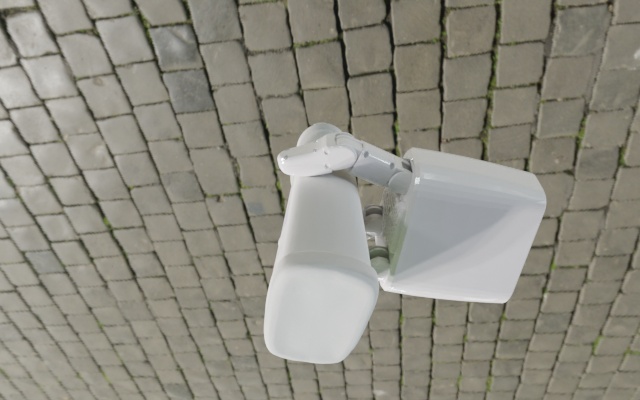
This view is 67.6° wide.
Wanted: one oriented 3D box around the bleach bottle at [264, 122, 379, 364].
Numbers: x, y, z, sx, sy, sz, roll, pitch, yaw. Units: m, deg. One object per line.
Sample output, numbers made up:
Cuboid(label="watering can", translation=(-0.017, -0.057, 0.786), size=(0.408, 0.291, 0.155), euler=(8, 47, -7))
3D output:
Cuboid(label="bleach bottle", translation=(0.000, 0.001, 0.403), size=(0.068, 0.103, 0.250), euler=(10, 38, -6))
